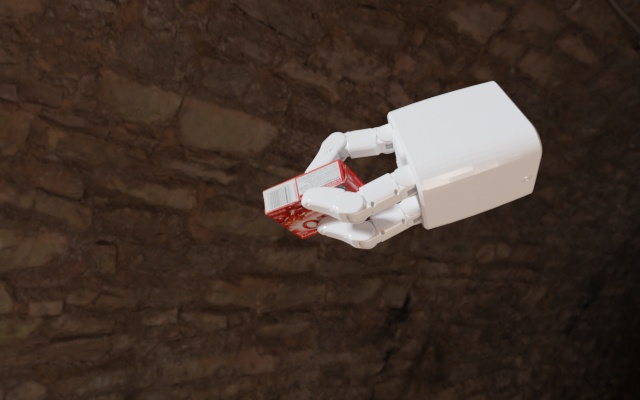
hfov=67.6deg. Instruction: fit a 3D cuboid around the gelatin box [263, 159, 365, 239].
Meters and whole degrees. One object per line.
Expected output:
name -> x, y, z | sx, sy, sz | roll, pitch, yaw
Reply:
gelatin box -> 0.000, 0.001, 0.473 | 0.089, 0.030, 0.073 | -22, -32, 20
